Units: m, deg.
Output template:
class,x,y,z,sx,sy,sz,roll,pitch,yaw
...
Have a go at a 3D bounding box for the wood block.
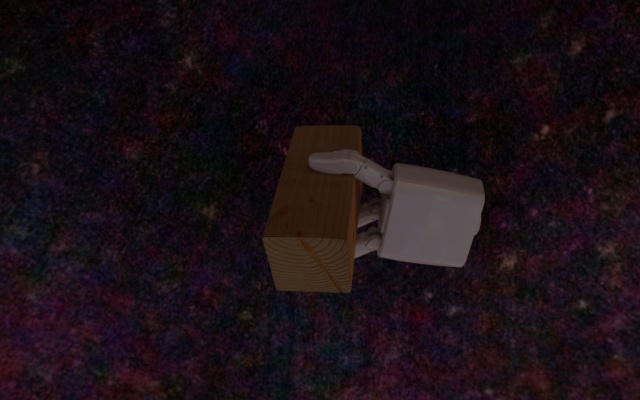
class,x,y,z,sx,sy,sz,roll,pitch,yaw
wood block,0.000,0.002,0.588,0.090,0.091,0.206,1,42,9
